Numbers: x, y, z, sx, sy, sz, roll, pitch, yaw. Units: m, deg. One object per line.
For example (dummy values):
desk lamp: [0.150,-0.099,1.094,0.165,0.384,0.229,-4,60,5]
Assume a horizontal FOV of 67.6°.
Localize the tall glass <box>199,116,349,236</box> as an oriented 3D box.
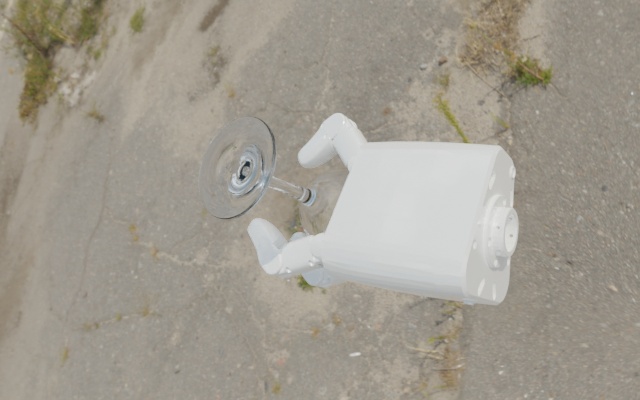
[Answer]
tall glass: [0.000,0.001,0.403,0.079,0.079,0.201,0,-14,37]
